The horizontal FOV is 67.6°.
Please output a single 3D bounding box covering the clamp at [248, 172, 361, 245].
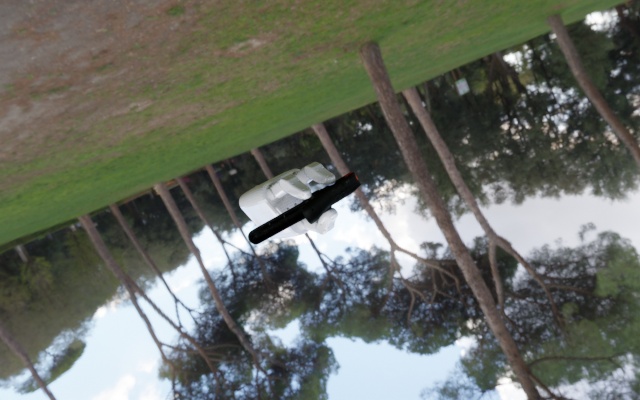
[{"bbox_3d":[0.001,0.003,0.755,0.210,0.036,0.164,-32,7,-34],"label":"clamp"}]
